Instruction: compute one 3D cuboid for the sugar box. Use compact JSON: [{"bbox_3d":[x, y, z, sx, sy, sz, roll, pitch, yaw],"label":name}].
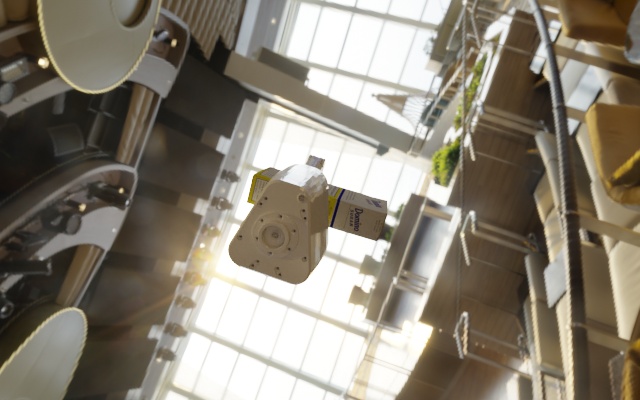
[{"bbox_3d":[0.000,0.003,0.638,0.176,0.048,0.093,19,13,5],"label":"sugar box"}]
